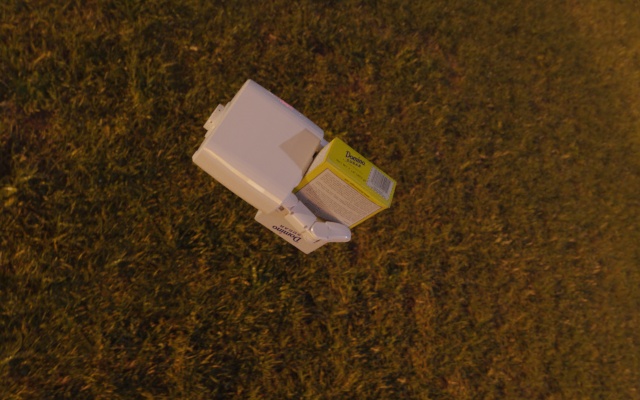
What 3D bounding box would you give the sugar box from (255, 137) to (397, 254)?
[{"bbox_3d":[0.000,0.001,0.588,0.093,0.048,0.176,36,-36,-17],"label":"sugar box"}]
